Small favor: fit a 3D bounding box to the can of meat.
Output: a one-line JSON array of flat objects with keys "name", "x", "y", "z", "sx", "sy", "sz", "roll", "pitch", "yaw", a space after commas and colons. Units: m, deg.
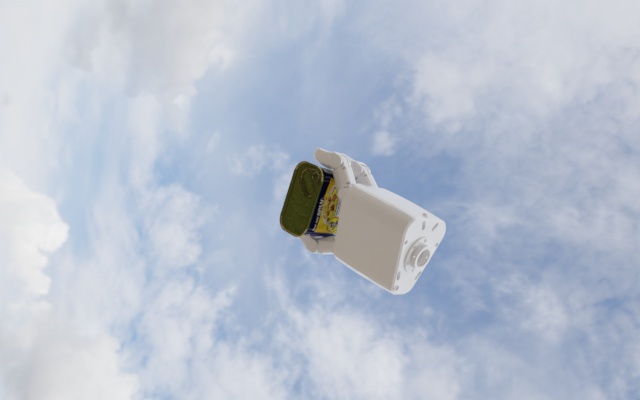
[{"name": "can of meat", "x": 0.000, "y": 0.002, "z": 0.678, "sx": 0.084, "sy": 0.102, "sz": 0.057, "roll": 9, "pitch": 12, "yaw": -46}]
